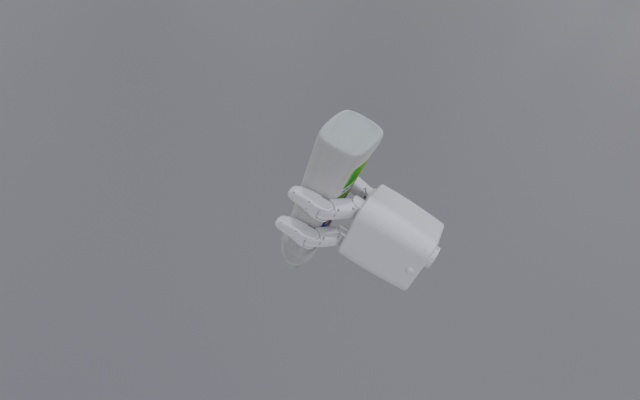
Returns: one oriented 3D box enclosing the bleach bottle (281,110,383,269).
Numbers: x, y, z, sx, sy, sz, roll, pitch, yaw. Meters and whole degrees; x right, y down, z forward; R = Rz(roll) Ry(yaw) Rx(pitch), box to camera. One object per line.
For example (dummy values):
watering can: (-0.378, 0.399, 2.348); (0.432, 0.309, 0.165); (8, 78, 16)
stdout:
bleach bottle: (0.000, 0.002, 0.670); (0.068, 0.251, 0.102); (32, 40, 10)
